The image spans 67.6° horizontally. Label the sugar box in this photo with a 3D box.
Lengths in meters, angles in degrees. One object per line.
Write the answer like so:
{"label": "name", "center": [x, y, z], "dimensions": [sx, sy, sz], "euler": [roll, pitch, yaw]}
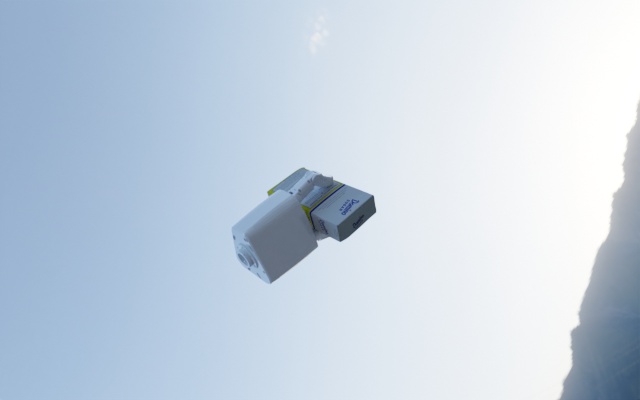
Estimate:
{"label": "sugar box", "center": [0.000, 0.003, 0.827], "dimensions": [0.176, 0.048, 0.093], "euler": [27, 53, 38]}
